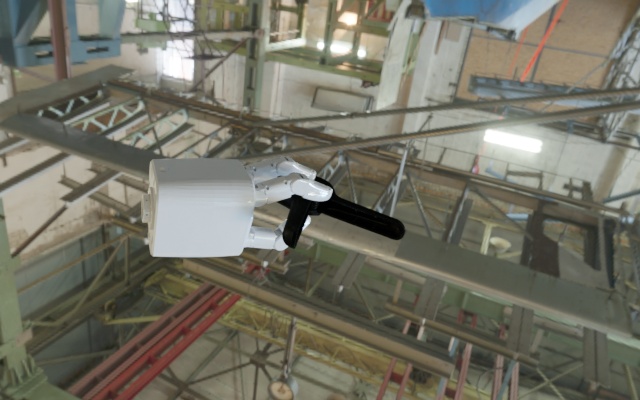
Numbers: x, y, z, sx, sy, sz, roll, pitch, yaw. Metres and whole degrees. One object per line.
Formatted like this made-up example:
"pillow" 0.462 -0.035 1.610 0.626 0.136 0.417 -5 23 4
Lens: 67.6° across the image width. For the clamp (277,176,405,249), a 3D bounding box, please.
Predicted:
"clamp" -0.001 0.003 0.624 0.164 0.036 0.210 3 24 -26
